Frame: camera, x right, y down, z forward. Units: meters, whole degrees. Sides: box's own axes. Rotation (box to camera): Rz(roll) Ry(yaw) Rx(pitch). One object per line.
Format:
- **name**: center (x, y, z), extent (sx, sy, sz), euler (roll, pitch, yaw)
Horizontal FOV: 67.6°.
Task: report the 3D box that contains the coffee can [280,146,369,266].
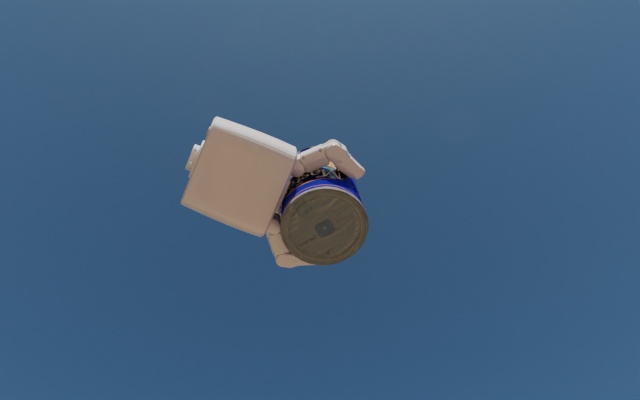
- **coffee can**: center (0.000, 0.002, 0.613), extent (0.103, 0.103, 0.140), euler (0, 26, -4)
